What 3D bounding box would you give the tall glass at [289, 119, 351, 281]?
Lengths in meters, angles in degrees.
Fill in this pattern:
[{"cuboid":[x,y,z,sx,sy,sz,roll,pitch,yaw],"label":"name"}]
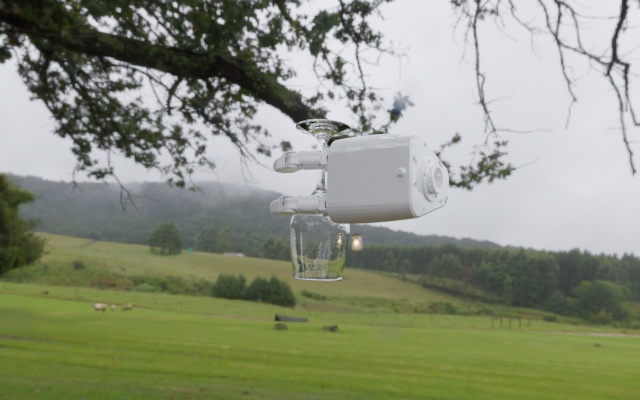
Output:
[{"cuboid":[0.000,0.001,0.620,0.079,0.201,0.079,2,-8,0],"label":"tall glass"}]
